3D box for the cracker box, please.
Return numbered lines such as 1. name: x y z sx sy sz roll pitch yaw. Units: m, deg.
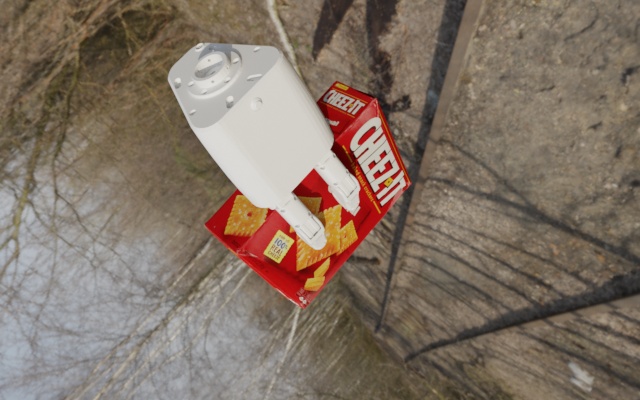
1. cracker box: 0.000 0.002 0.545 0.072 0.213 0.164 34 -13 38
